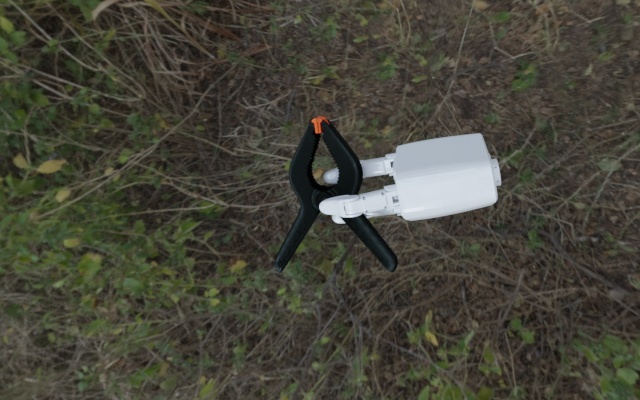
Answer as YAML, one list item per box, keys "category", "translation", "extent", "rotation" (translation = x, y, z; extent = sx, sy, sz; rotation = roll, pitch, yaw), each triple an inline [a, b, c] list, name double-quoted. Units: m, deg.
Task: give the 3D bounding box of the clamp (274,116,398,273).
- category: "clamp"
  translation: [0.000, 0.002, 0.609]
  extent: [0.164, 0.210, 0.036]
  rotation: [-10, 12, 15]
